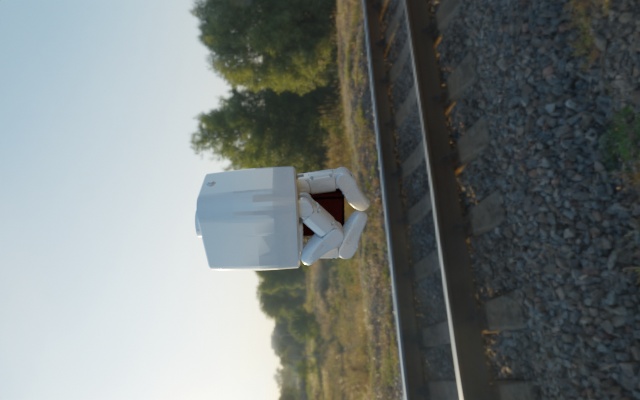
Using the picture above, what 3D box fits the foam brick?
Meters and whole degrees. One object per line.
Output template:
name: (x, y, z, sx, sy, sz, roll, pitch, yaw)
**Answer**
foam brick: (0.000, 0.002, 0.596, 0.051, 0.053, 0.078, -4, 26, -3)
